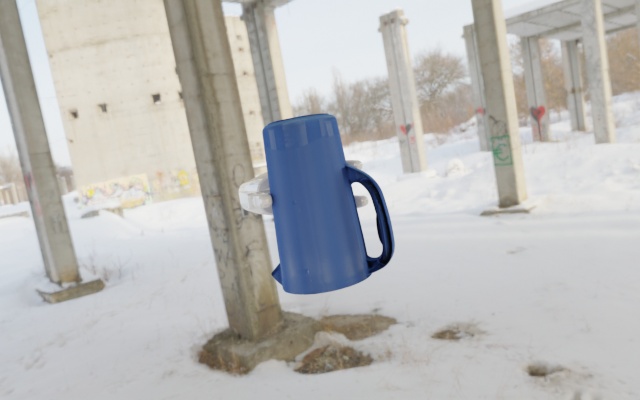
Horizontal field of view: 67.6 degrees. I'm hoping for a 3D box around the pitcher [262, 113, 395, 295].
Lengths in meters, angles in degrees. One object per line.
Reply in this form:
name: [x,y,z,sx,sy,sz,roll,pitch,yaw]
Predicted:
pitcher: [0.000,0.002,0.684,0.149,0.243,0.145,-13,6,-27]
